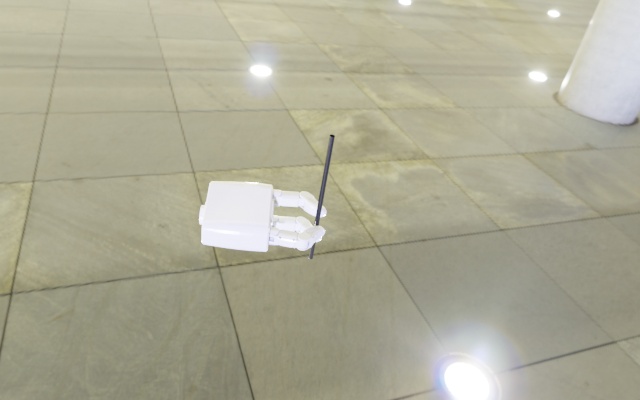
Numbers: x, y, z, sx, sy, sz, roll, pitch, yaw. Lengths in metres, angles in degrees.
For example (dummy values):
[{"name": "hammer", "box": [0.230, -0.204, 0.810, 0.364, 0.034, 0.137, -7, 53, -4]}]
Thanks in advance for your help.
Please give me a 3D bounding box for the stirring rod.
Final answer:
[{"name": "stirring rod", "box": [0.000, 0.003, 0.773, 0.011, 0.240, 0.011, 7, 34, -5]}]
